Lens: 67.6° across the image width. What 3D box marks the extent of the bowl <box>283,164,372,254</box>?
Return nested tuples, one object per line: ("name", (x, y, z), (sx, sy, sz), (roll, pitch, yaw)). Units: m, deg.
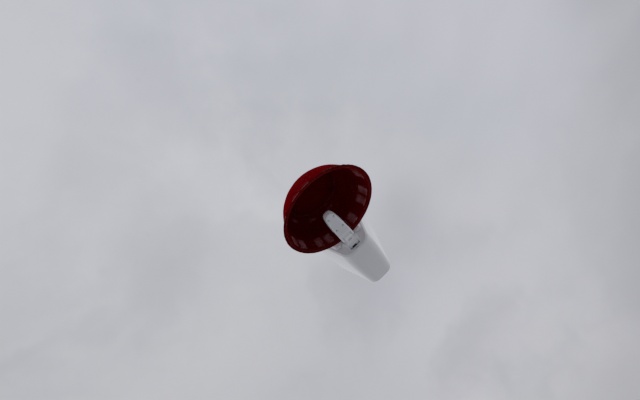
("bowl", (0.000, 0.001, 0.738), (0.162, 0.162, 0.055), (0, 33, -41))
